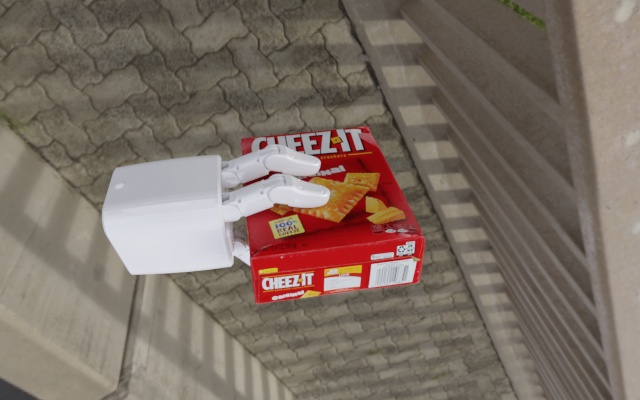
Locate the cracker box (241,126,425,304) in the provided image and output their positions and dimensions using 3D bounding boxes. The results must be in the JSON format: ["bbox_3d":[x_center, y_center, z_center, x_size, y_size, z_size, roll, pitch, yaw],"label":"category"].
[{"bbox_3d":[0.000,0.002,0.521,0.164,0.072,0.213,-6,39,-8],"label":"cracker box"}]
